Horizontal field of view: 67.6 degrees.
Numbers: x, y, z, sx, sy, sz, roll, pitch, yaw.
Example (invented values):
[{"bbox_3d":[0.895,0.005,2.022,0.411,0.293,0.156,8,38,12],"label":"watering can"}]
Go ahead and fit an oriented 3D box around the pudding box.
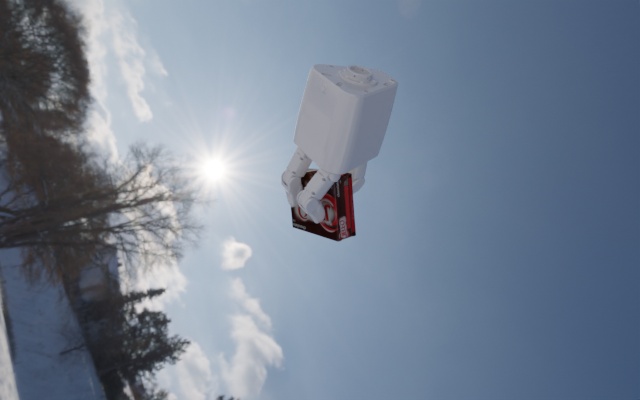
[{"bbox_3d":[0.000,0.002,0.679,0.039,0.090,0.113,-13,15,-33],"label":"pudding box"}]
